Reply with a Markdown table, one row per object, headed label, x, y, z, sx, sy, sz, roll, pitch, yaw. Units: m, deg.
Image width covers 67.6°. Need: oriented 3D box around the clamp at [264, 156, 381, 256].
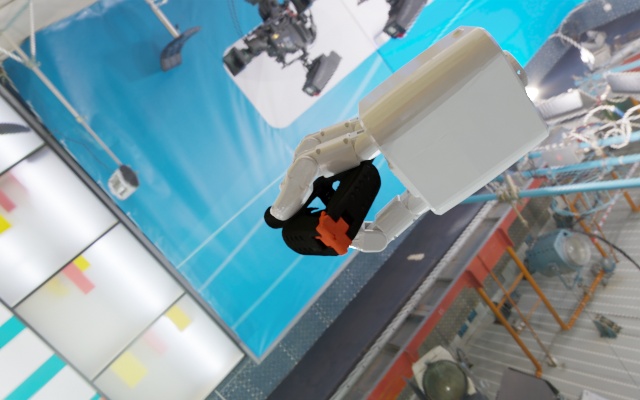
| label | x | y | z | sx | sy | sz | roll | pitch | yaw |
| --- | --- | --- | --- | --- | --- | --- | --- | --- | --- |
| clamp | 0.001 | 0.002 | 0.418 | 0.164 | 0.036 | 0.210 | -40 | 13 | 16 |
